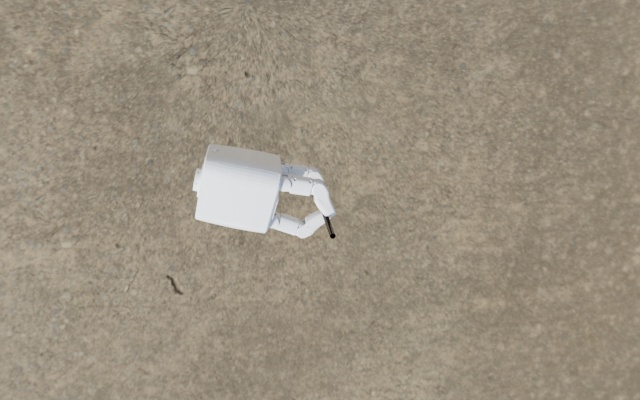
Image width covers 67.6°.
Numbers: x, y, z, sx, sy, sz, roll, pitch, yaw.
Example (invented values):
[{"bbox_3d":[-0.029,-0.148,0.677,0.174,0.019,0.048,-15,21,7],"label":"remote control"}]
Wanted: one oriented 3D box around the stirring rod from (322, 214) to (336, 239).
[{"bbox_3d":[0.000,0.002,0.747,0.011,0.011,0.239,0,22,-8],"label":"stirring rod"}]
